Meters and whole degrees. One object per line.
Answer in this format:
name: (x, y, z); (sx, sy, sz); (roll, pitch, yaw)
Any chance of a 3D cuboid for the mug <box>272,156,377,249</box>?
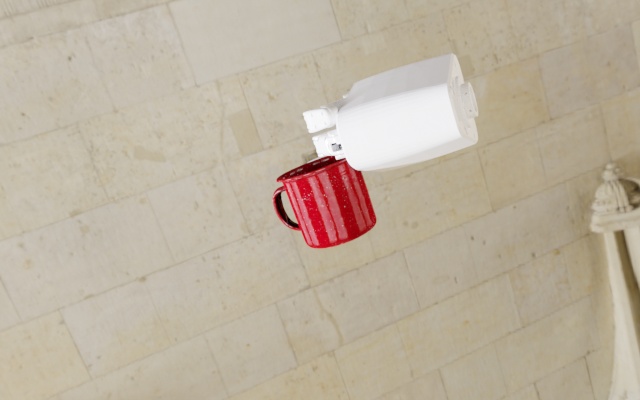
mug: (-0.001, 0.002, 0.514); (0.117, 0.081, 0.093); (-14, 12, 28)
